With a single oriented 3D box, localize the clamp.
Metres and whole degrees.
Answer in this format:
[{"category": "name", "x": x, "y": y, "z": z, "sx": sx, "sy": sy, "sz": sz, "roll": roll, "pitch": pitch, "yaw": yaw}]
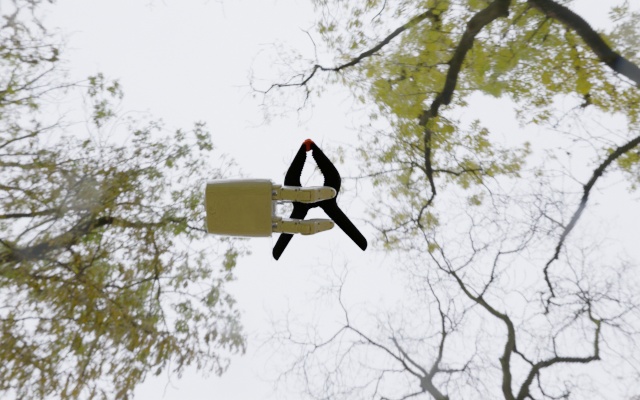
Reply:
[{"category": "clamp", "x": 0.000, "y": 0.002, "z": 0.798, "sx": 0.164, "sy": 0.210, "sz": 0.036, "roll": 0, "pitch": 16, "yaw": -3}]
